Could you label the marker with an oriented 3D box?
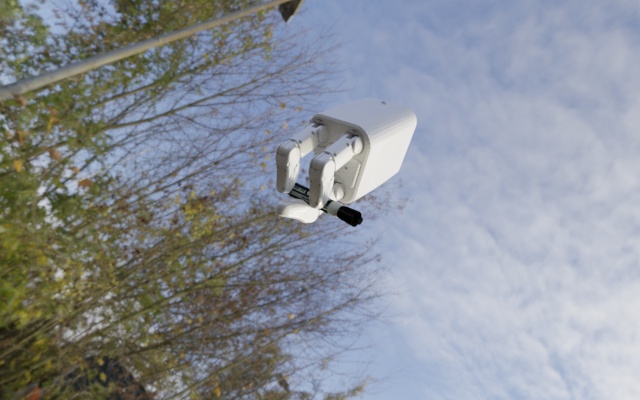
[{"bbox_3d":[0.000,0.002,0.558,0.121,0.020,0.020,25,15,36],"label":"marker"}]
